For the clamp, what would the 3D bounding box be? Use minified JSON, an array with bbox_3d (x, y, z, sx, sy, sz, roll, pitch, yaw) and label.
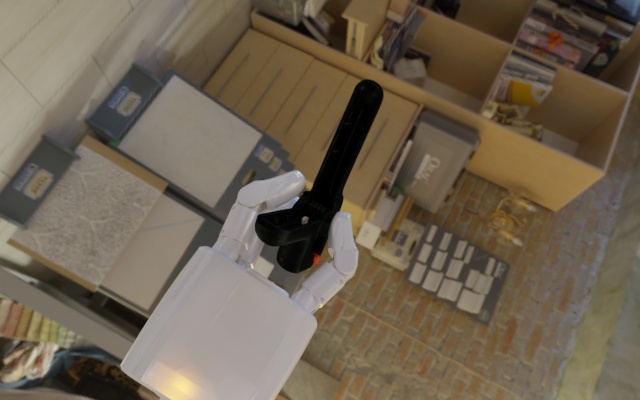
[{"bbox_3d":[0.001,0.002,0.430,0.036,0.164,0.210,30,-23,11],"label":"clamp"}]
